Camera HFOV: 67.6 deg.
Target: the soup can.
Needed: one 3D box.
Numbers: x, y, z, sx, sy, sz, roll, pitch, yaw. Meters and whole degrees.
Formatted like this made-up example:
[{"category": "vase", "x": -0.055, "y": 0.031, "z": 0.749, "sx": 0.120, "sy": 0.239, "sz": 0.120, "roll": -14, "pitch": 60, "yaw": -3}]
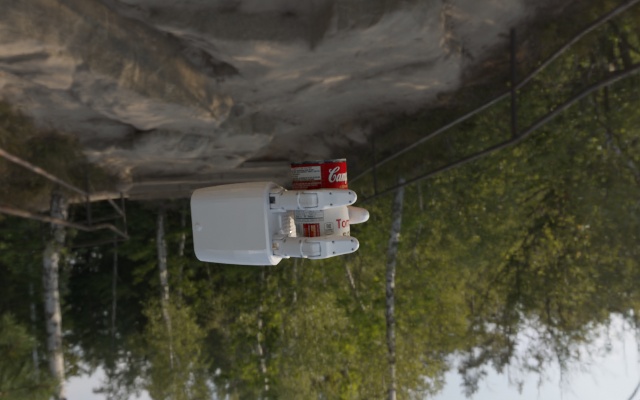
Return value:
[{"category": "soup can", "x": 0.001, "y": 0.002, "z": 0.582, "sx": 0.068, "sy": 0.102, "sz": 0.068, "roll": -3, "pitch": 4, "yaw": 0}]
